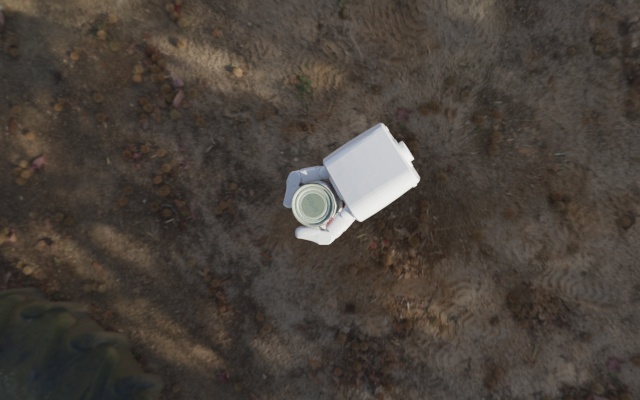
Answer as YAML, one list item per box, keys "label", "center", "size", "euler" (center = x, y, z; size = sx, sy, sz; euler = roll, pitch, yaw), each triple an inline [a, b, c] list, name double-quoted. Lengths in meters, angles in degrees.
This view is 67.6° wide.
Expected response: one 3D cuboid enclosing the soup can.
- label: "soup can"
  center: [0.000, 0.003, 0.748]
  size: [0.068, 0.068, 0.102]
  euler: [0, 6, 13]
